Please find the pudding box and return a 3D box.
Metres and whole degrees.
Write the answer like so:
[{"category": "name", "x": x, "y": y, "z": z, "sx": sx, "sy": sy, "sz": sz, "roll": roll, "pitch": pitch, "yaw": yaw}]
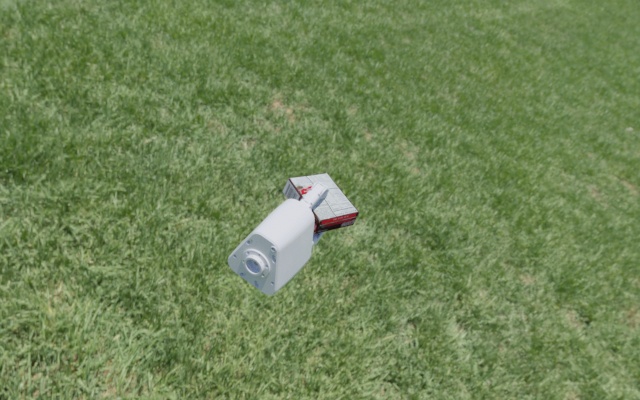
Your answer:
[{"category": "pudding box", "x": 0.000, "y": 0.003, "z": 0.842, "sx": 0.090, "sy": 0.039, "sz": 0.113, "roll": -10, "pitch": 50, "yaw": -37}]
